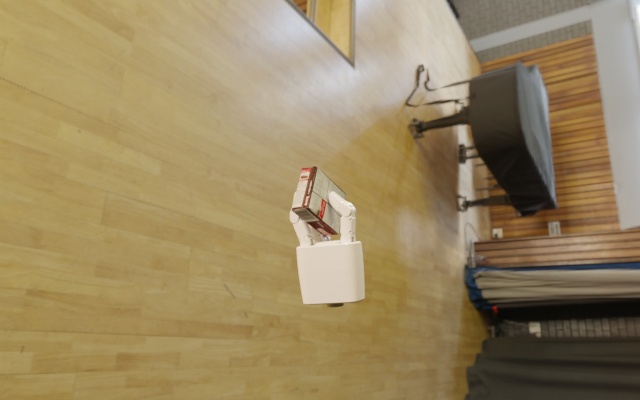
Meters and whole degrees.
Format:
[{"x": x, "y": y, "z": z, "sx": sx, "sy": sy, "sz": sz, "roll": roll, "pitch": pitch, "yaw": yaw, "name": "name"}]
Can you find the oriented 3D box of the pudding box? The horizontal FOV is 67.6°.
[{"x": 0.000, "y": 0.003, "z": 0.886, "sx": 0.039, "sy": 0.090, "sz": 0.113, "roll": -7, "pitch": -32, "yaw": 32, "name": "pudding box"}]
